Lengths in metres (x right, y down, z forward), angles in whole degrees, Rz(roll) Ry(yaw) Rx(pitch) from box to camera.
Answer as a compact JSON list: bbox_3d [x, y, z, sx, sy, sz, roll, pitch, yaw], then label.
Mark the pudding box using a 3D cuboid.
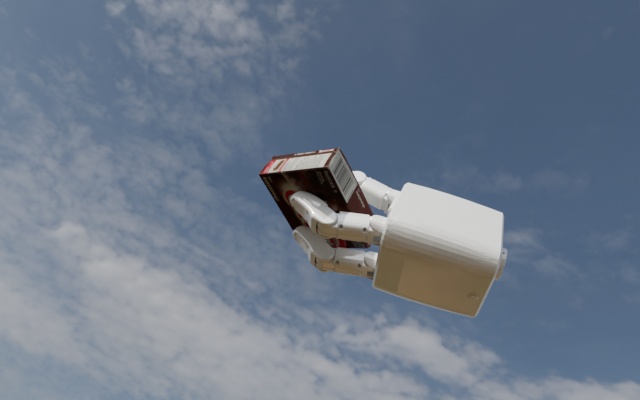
[{"bbox_3d":[0.000,0.002,0.509,0.090,0.113,0.039,-4,36,35],"label":"pudding box"}]
